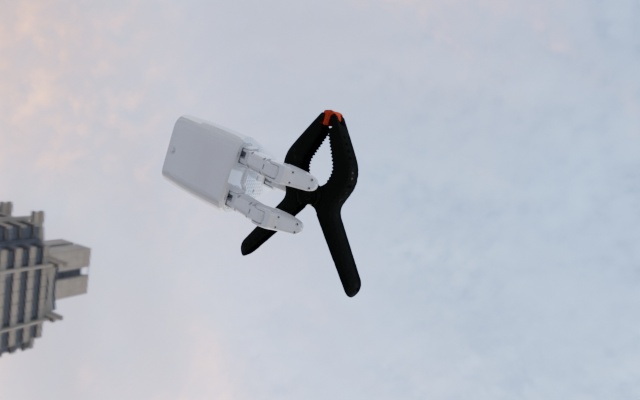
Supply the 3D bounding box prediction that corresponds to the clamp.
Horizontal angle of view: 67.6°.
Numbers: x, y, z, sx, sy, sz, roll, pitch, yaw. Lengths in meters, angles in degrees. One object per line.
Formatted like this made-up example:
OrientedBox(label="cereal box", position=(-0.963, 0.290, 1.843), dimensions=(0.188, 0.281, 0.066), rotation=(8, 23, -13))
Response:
OrientedBox(label="clamp", position=(0.000, 0.001, 0.564), dimensions=(0.164, 0.210, 0.036), rotation=(24, 12, 22))
